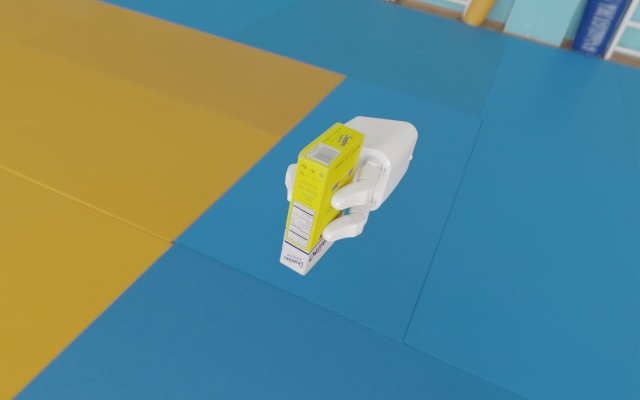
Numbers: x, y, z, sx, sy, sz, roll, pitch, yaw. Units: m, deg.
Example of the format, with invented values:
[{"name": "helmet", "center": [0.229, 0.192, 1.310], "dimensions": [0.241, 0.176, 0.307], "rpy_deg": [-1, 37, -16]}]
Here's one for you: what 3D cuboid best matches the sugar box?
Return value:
[{"name": "sugar box", "center": [0.001, 0.002, 0.592], "dimensions": [0.048, 0.176, 0.093], "rpy_deg": [26, 43, 19]}]
